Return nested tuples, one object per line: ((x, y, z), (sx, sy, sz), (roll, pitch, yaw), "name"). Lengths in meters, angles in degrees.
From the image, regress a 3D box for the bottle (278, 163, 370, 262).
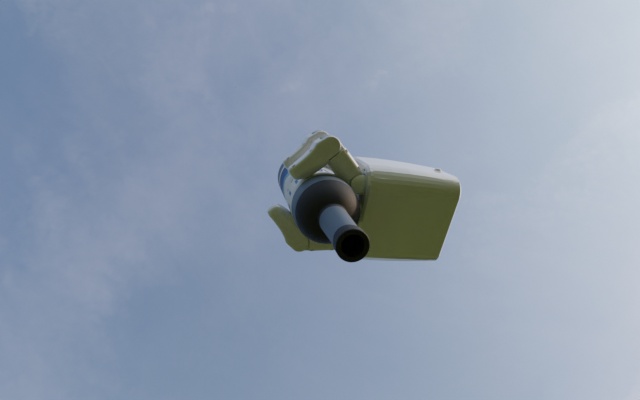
((0.000, 0.002, 0.507), (0.069, 0.069, 0.295), (0, 13, -10), "bottle")
